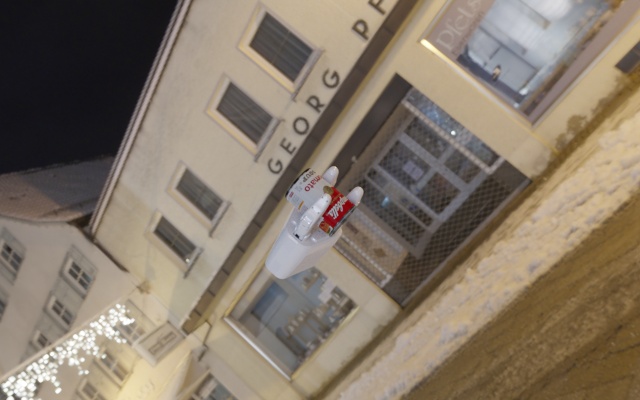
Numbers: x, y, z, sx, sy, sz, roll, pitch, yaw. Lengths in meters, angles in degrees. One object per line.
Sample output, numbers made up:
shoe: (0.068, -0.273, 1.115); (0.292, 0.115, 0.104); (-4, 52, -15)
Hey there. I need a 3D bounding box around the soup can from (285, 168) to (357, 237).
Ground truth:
soup can: (0.000, 0.002, 0.797); (0.102, 0.068, 0.068); (41, 6, 8)
